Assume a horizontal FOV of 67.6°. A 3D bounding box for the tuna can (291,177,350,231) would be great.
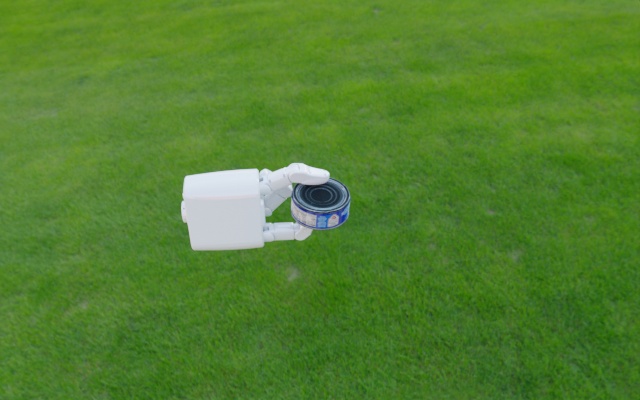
[{"bbox_3d":[0.000,0.002,0.688,0.086,0.034,0.086,3,39,-2],"label":"tuna can"}]
